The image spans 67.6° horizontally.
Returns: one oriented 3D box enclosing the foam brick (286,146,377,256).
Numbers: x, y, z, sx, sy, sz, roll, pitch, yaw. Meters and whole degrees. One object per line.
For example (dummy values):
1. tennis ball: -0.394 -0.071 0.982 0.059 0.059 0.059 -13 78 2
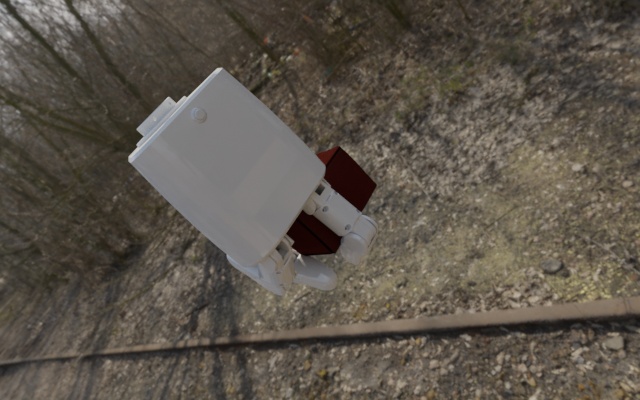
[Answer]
1. foam brick: 0.000 0.001 0.405 0.051 0.078 0.053 44 -29 -19
